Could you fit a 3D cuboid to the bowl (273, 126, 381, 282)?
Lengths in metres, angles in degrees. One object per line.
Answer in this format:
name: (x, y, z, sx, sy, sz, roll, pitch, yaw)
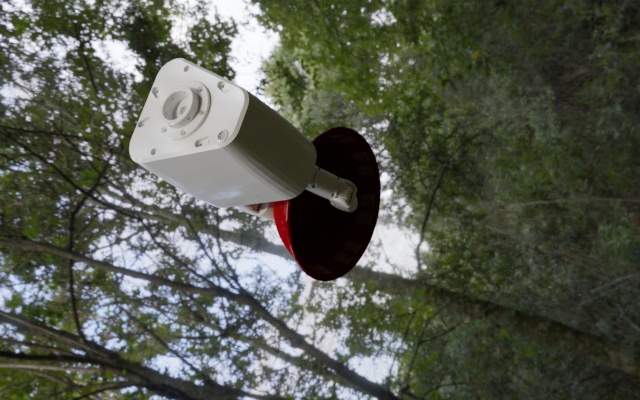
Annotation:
bowl: (0.000, 0.002, 0.514, 0.055, 0.162, 0.162, 9, 5, 38)
